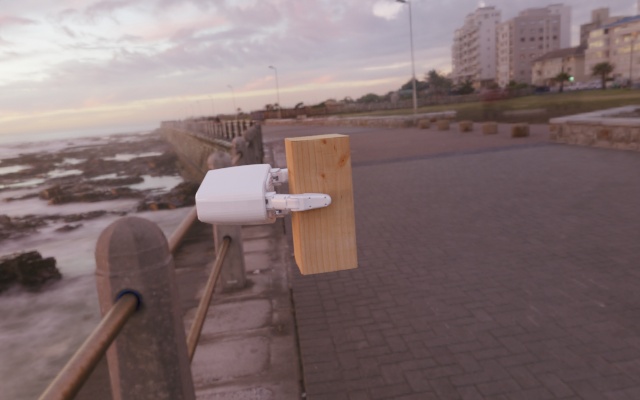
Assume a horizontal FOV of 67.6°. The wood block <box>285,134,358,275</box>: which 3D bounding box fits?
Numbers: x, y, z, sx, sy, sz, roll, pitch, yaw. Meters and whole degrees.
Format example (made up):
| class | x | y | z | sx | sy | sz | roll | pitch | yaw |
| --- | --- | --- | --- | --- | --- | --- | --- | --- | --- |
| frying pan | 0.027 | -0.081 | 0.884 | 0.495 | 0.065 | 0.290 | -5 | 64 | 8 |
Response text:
| class | x | y | z | sx | sy | sz | roll | pitch | yaw |
| --- | --- | --- | --- | --- | --- | --- | --- | --- | --- |
| wood block | 0.000 | 0.002 | 0.760 | 0.090 | 0.206 | 0.091 | -6 | 11 | -10 |
